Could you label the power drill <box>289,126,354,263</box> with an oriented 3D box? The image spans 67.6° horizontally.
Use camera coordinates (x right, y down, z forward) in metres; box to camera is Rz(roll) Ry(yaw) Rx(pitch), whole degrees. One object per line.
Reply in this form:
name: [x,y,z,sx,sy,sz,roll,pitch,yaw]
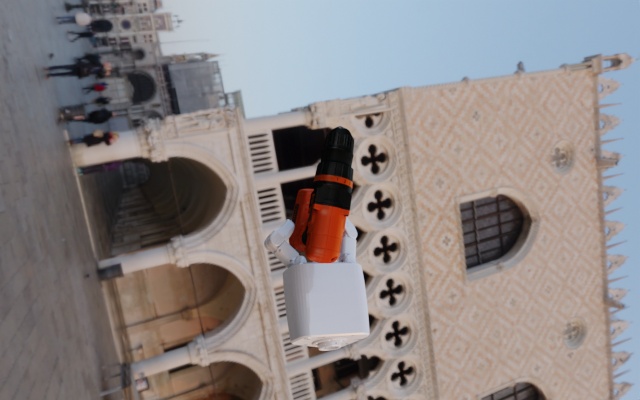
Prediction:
power drill: [0.000,0.003,0.695,0.057,0.184,0.188,13,-12,-8]
